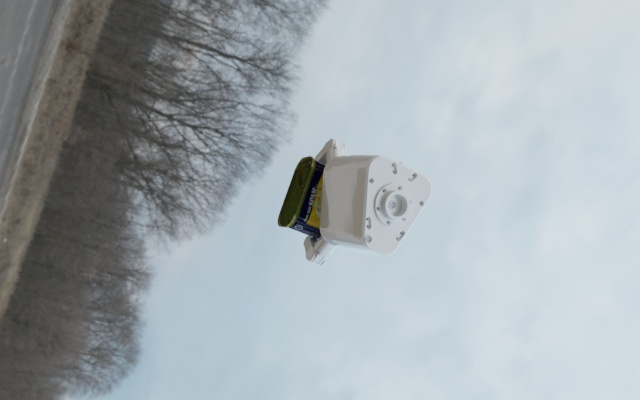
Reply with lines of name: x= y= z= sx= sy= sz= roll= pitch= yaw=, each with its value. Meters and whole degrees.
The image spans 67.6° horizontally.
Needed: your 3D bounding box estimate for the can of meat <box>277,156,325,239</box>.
can of meat: x=0.000 y=0.002 z=0.658 sx=0.084 sy=0.102 sz=0.057 roll=23 pitch=-10 yaw=-23
